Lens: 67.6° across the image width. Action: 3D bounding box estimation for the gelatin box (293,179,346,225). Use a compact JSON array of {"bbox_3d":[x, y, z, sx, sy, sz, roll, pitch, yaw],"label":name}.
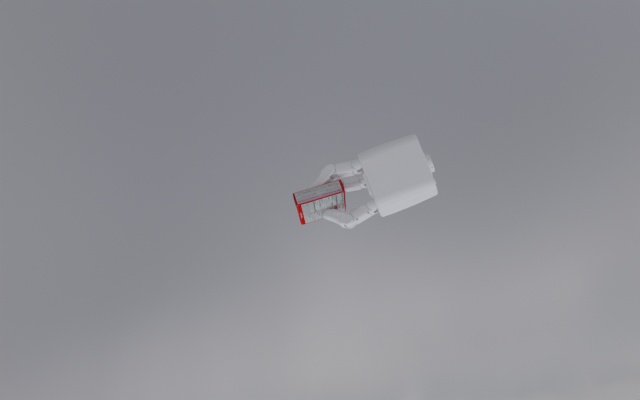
[{"bbox_3d":[0.000,0.003,0.845,0.089,0.030,0.073,-18,-29,-5],"label":"gelatin box"}]
